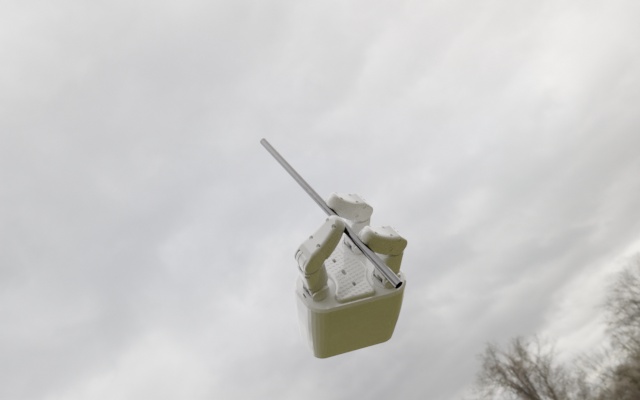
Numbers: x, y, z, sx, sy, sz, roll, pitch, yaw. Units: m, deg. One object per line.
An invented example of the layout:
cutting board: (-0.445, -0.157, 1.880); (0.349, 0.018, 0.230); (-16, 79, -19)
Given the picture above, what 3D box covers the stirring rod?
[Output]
stirring rod: (0.000, 0.002, 0.472); (0.011, 0.011, 0.239); (0, 35, -42)
